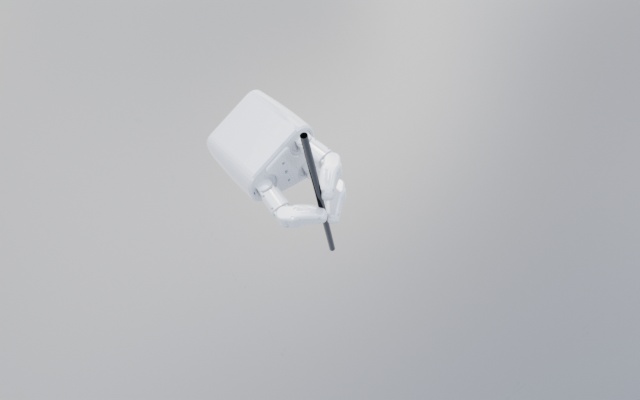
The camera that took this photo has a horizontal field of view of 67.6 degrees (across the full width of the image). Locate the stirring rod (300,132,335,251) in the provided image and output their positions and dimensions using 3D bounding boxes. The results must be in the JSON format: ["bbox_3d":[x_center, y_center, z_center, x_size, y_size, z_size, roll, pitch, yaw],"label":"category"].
[{"bbox_3d":[0.000,0.002,0.560,0.011,0.011,0.240,0,-32,9],"label":"stirring rod"}]
